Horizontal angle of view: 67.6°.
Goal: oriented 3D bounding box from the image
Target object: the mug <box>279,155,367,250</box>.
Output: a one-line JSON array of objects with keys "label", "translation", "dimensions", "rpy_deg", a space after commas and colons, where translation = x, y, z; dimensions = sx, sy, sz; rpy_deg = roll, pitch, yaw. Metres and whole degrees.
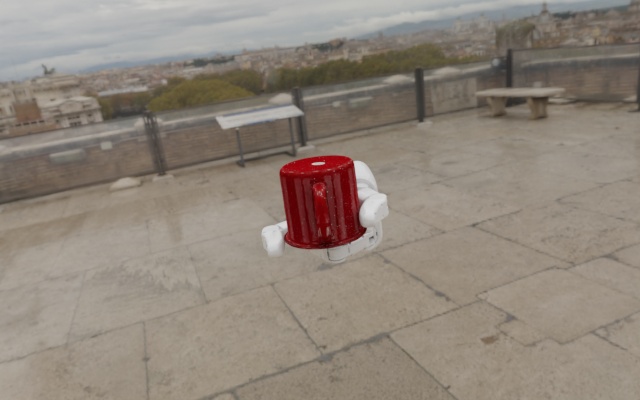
[{"label": "mug", "translation": [0.000, 0.002, 0.508], "dimensions": [0.093, 0.081, 0.117], "rpy_deg": [-7, 17, 3]}]
